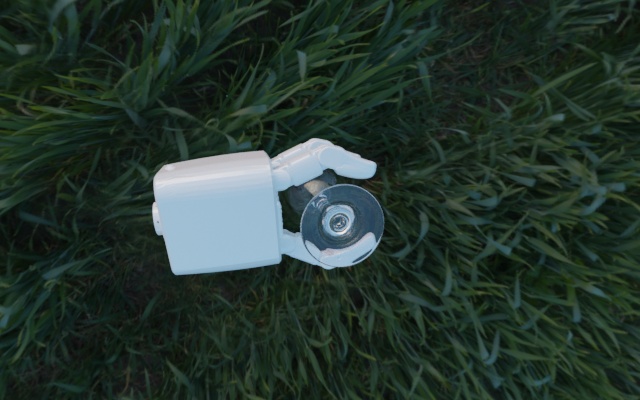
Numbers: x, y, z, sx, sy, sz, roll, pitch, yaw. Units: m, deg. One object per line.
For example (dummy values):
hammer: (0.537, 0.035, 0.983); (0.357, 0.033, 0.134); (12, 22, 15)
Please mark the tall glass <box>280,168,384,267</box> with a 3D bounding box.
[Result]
tall glass: (0.000, 0.002, 0.505); (0.079, 0.079, 0.201); (0, 12, -11)
